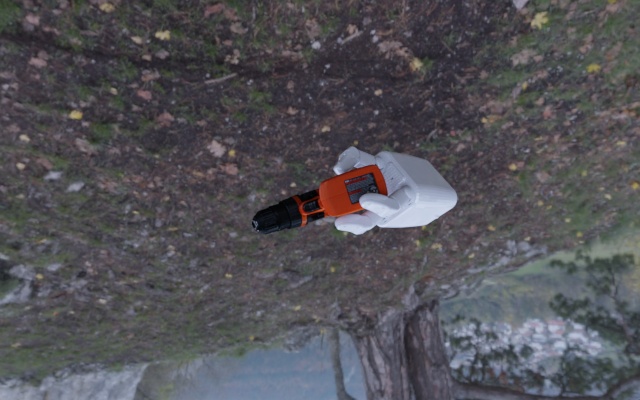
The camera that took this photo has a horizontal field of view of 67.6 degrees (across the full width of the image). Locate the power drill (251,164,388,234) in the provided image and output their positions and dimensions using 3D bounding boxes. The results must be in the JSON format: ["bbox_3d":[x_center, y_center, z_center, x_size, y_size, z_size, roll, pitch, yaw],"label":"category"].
[{"bbox_3d":[0.001,0.002,0.729,0.184,0.057,0.187,-20,1,-26],"label":"power drill"}]
